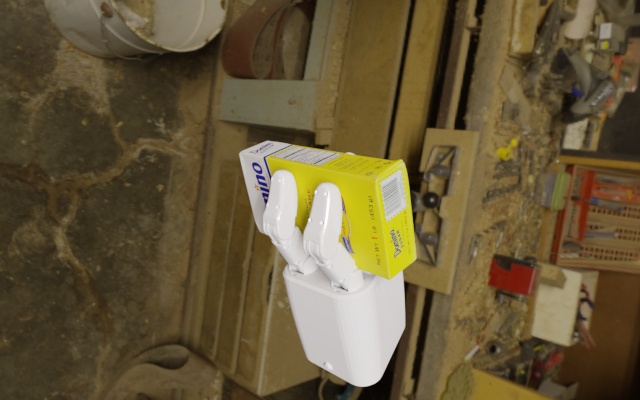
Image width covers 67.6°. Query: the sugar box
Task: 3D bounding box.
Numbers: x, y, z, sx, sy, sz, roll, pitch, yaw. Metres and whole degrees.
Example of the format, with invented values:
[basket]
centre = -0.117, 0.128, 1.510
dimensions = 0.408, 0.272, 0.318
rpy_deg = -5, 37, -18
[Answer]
[sugar box]
centre = 0.000, 0.002, 0.437
dimensions = 0.176, 0.093, 0.048
rpy_deg = 12, 32, 42
